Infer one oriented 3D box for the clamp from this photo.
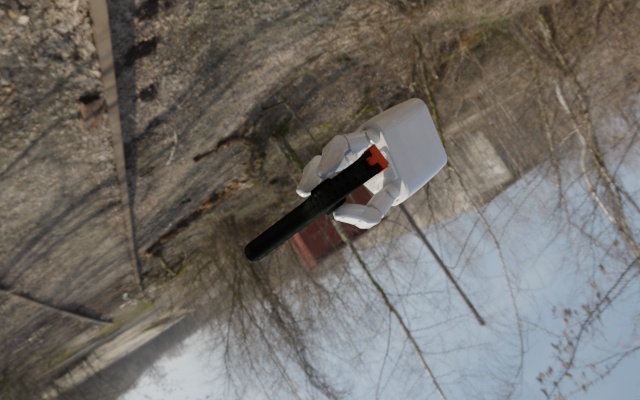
[{"bbox_3d":[0.001,0.002,0.564,0.164,0.036,0.210,-37,0,-35],"label":"clamp"}]
